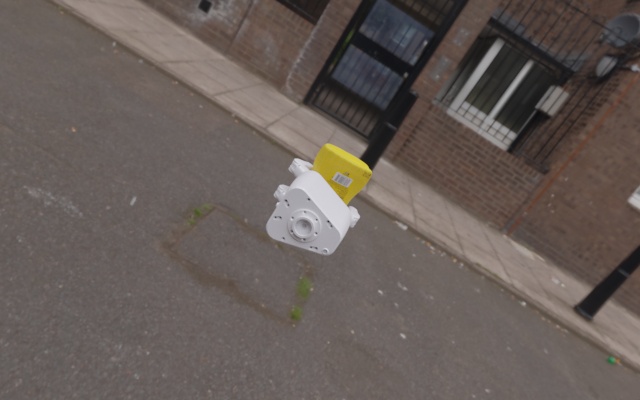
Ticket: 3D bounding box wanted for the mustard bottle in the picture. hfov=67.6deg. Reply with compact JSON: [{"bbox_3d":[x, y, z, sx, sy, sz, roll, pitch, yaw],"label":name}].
[{"bbox_3d":[0.000,0.002,0.834,0.096,0.192,0.058,26,18,-24],"label":"mustard bottle"}]
